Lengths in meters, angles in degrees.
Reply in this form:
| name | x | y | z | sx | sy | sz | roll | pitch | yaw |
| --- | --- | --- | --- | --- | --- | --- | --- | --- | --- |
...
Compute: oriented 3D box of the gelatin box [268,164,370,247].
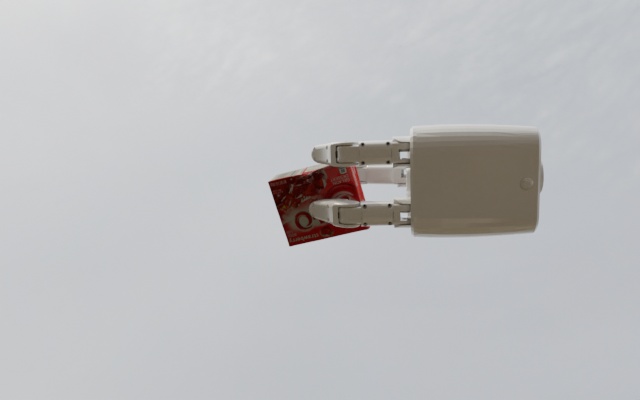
| name | x | y | z | sx | sy | sz | roll | pitch | yaw |
| --- | --- | --- | --- | --- | --- | --- | --- | --- | --- |
| gelatin box | 0.000 | 0.002 | 0.487 | 0.089 | 0.073 | 0.030 | -13 | 14 | 17 |
